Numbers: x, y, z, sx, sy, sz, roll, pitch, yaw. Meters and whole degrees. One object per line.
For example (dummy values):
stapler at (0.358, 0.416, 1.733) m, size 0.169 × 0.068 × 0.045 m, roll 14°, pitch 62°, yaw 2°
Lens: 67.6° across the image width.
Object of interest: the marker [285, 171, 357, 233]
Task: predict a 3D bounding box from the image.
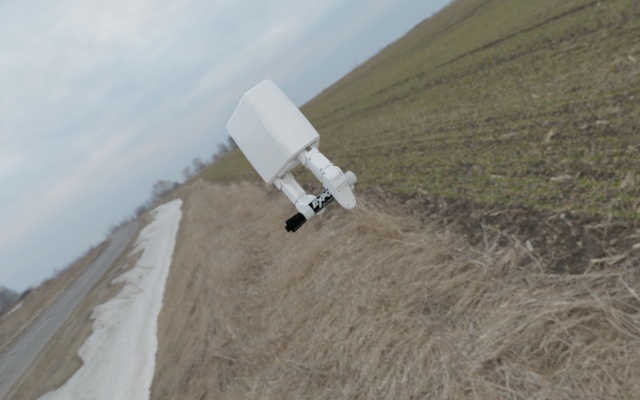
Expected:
marker at (0.000, 0.002, 0.638) m, size 0.121 × 0.020 × 0.020 m, roll -39°, pitch 16°, yaw -20°
